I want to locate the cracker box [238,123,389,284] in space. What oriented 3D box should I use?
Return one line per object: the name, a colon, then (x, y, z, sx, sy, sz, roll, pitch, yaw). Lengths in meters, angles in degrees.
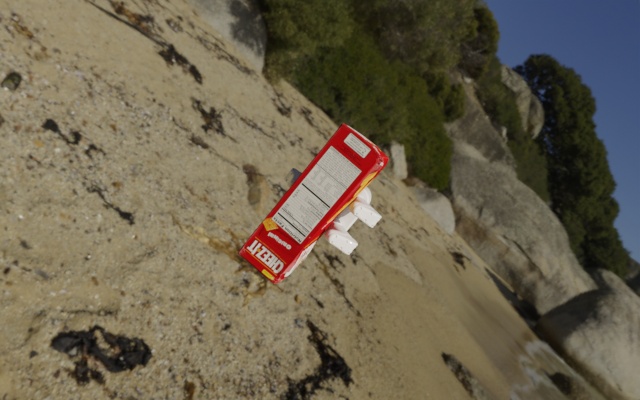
cracker box: (0.000, 0.002, 0.660, 0.072, 0.214, 0.164, 40, 10, 6)
